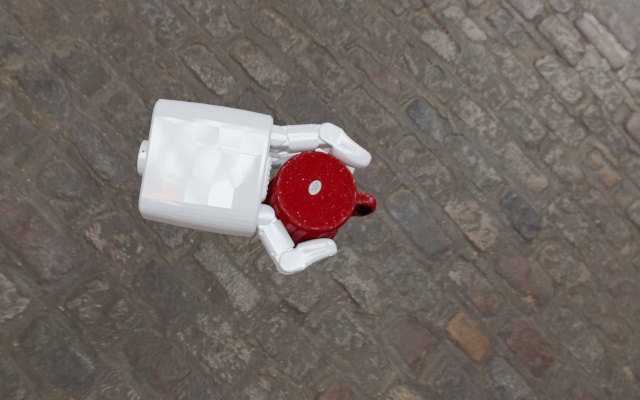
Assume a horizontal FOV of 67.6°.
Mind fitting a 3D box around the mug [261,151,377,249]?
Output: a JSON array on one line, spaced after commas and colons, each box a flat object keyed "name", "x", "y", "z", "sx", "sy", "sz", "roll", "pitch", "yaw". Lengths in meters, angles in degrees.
[{"name": "mug", "x": 0.002, "y": 0.002, "z": 0.486, "sx": 0.117, "sy": 0.093, "sz": 0.081, "roll": 8, "pitch": -16, "yaw": -11}]
